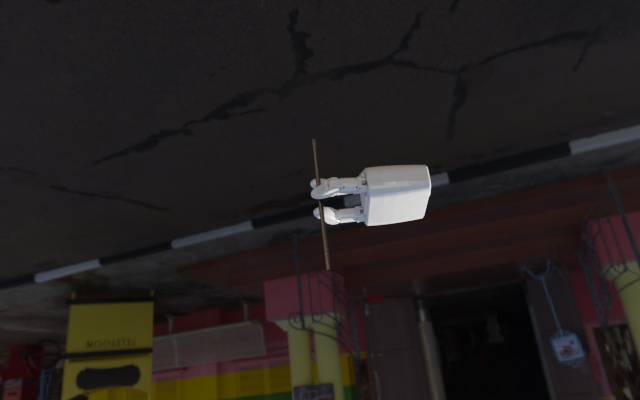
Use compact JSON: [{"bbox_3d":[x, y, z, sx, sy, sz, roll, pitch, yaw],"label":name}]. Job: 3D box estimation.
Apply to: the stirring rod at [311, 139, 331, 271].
[{"bbox_3d":[0.000,0.003,0.819,0.011,0.239,0.011,-6,-21,-2],"label":"stirring rod"}]
